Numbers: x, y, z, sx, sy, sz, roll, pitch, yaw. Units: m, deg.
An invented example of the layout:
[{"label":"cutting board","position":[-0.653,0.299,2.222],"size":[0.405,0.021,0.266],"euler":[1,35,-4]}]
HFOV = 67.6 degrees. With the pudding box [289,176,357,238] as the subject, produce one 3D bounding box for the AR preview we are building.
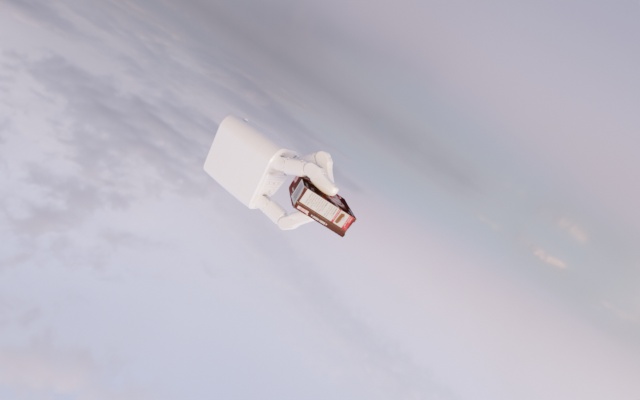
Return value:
[{"label":"pudding box","position":[0.000,0.002,0.715],"size":[0.090,0.039,0.113],"euler":[31,12,-14]}]
